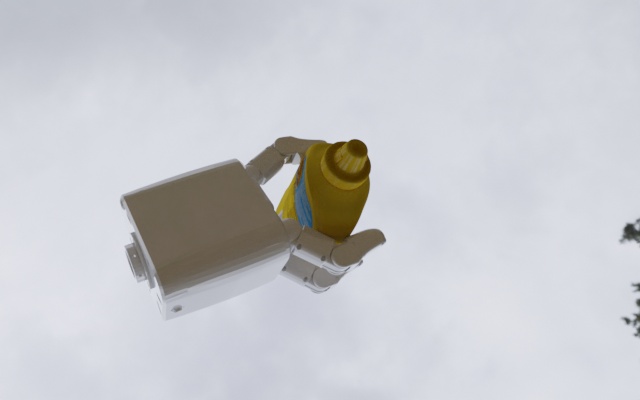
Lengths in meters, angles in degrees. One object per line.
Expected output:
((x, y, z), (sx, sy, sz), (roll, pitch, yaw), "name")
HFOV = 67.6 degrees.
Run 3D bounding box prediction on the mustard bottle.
((0.000, 0.002, 0.451), (0.058, 0.096, 0.192), (4, -28, -17), "mustard bottle")
